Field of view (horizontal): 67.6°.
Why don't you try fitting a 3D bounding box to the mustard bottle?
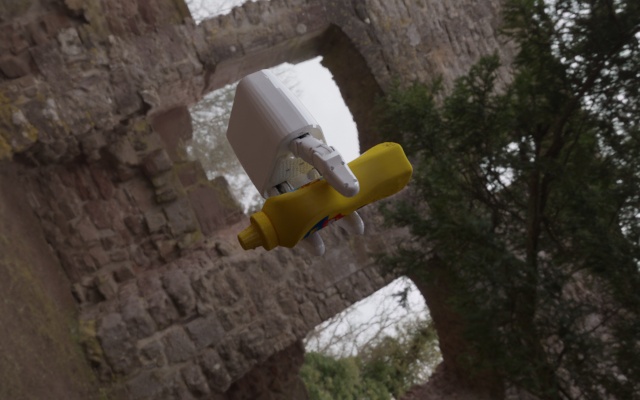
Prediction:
[{"bbox_3d":[0.000,0.002,0.512,0.191,0.058,0.096,-26,-2,-19],"label":"mustard bottle"}]
